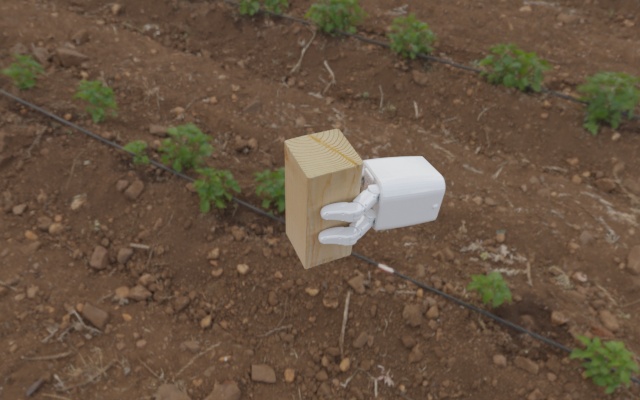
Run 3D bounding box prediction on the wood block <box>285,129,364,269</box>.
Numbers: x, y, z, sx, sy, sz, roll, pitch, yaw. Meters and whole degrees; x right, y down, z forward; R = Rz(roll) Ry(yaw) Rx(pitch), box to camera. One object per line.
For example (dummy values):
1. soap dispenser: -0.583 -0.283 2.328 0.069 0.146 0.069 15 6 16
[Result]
1. wood block: 0.000 0.002 0.756 0.090 0.206 0.090 -16 48 -18
